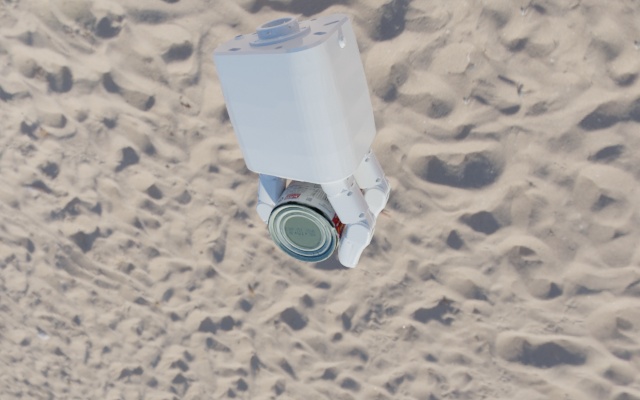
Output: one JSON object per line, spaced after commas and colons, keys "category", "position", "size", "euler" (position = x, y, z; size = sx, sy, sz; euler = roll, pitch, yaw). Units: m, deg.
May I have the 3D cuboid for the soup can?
{"category": "soup can", "position": [0.000, 0.002, 0.456], "size": [0.068, 0.068, 0.102], "euler": [0, 34, 24]}
